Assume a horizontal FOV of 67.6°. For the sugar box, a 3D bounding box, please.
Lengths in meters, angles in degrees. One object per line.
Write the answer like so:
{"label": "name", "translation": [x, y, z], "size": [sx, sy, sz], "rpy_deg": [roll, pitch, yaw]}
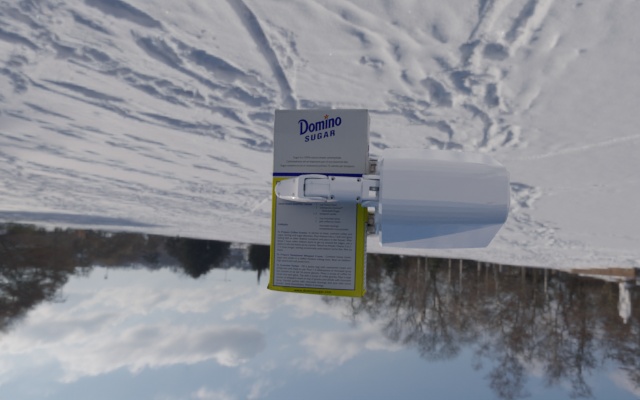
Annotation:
{"label": "sugar box", "translation": [0.000, 0.002, 0.466], "size": [0.093, 0.176, 0.048], "rpy_deg": [2, -4, 9]}
